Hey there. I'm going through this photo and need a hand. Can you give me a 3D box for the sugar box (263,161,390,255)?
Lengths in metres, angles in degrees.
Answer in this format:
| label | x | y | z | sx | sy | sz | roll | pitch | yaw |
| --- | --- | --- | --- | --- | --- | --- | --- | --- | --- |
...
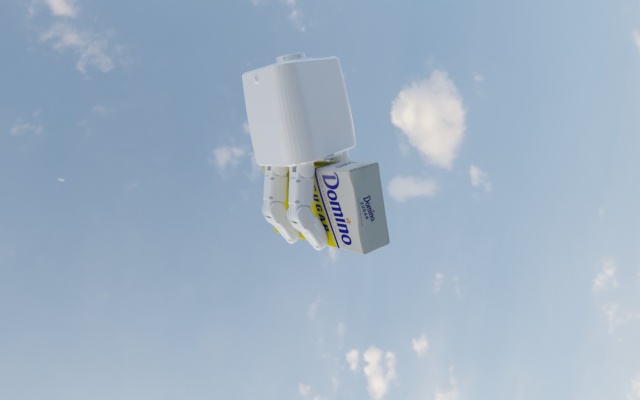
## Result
| label | x | y | z | sx | sy | sz | roll | pitch | yaw |
| --- | --- | --- | --- | --- | --- | --- | --- | --- | --- |
| sugar box | 0.000 | 0.002 | 0.561 | 0.048 | 0.093 | 0.176 | -18 | 14 | -32 |
